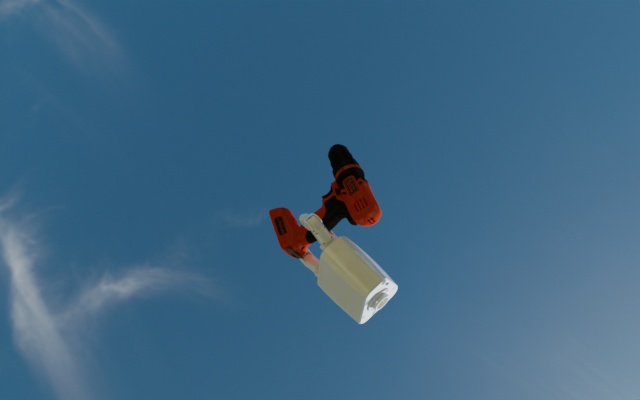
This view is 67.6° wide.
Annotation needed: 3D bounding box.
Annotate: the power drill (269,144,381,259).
[{"bbox_3d":[0.000,0.003,0.853,0.188,0.184,0.057,-34,-41,14],"label":"power drill"}]
